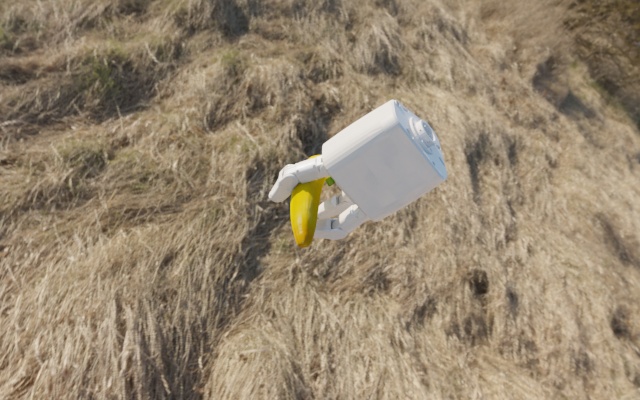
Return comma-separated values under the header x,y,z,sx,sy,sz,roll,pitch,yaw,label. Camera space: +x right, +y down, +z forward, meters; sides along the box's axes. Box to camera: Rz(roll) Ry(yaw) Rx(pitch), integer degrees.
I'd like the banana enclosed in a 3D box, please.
x,y,z,sx,sy,sz,roll,pitch,yaw,label
-0.008,-0.015,0.636,0.037,0.070,0.197,-20,20,23,banana
